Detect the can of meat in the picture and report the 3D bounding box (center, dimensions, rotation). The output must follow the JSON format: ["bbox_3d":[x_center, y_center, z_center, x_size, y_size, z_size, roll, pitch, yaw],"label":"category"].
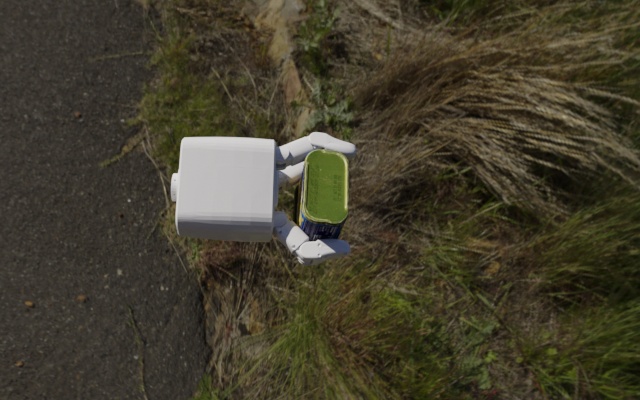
[{"bbox_3d":[0.000,0.002,0.567,0.057,0.102,0.084,5,-29,-7],"label":"can of meat"}]
